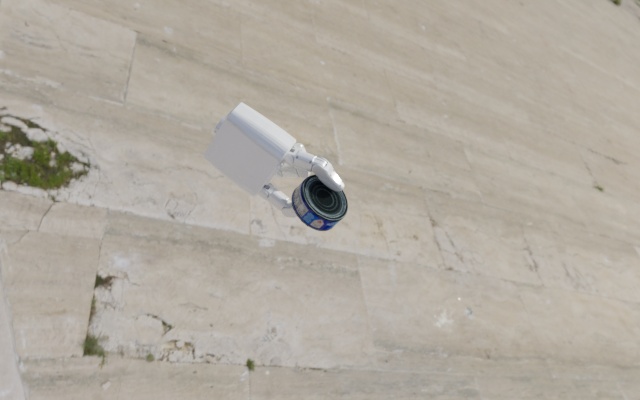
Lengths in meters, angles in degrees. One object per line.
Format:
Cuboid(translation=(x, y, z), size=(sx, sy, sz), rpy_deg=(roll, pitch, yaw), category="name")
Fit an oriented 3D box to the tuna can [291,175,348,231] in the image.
Cuboid(translation=(0.000, 0.002, 0.741), size=(0.086, 0.086, 0.034), rpy_deg=(0, -31, -38), category="tuna can")
